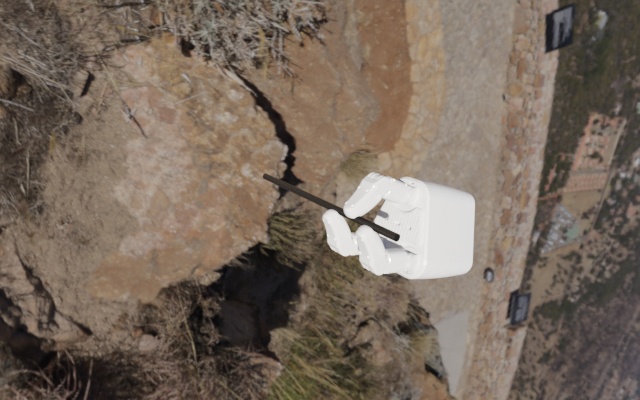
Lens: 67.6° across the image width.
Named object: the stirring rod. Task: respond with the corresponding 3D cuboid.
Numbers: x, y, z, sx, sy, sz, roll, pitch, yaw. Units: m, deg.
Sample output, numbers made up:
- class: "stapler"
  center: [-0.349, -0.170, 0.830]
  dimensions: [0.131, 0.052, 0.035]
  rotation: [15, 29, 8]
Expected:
- class: "stirring rod"
  center: [0.000, 0.002, 0.546]
  dimensions: [0.011, 0.011, 0.239]
  rotation: [0, 16, -40]
